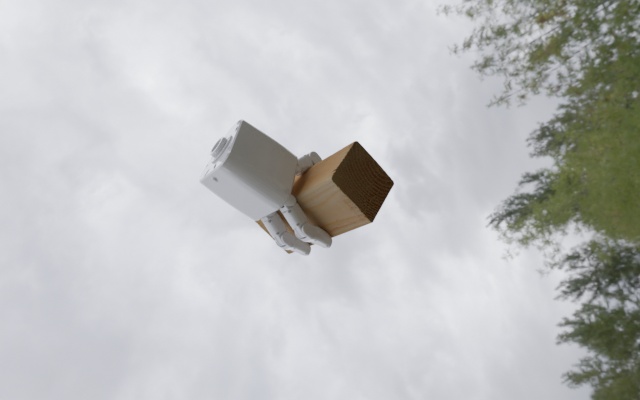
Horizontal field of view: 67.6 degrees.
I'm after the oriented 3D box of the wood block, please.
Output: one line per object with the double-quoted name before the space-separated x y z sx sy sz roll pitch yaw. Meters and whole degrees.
"wood block" 0.000 0.002 0.739 0.206 0.090 0.090 -26 24 48
